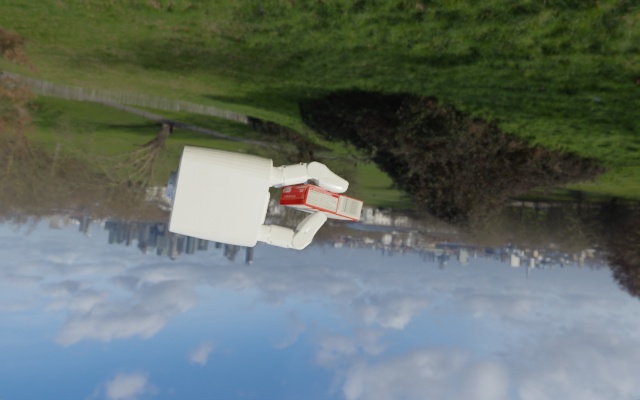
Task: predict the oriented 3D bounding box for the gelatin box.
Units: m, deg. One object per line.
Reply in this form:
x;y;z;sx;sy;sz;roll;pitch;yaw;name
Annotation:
0.000;0.003;0.640;0.089;0.030;0.073;17;-8;-28;gelatin box
